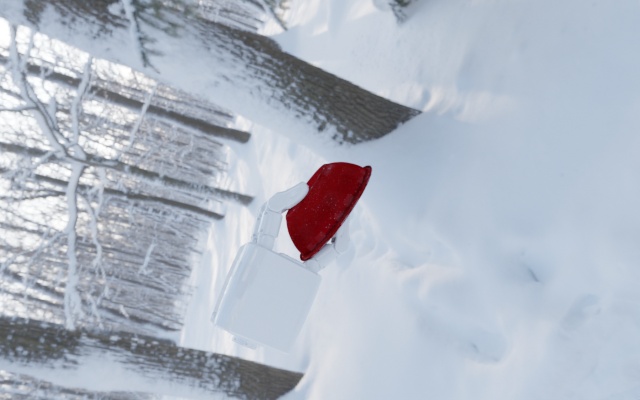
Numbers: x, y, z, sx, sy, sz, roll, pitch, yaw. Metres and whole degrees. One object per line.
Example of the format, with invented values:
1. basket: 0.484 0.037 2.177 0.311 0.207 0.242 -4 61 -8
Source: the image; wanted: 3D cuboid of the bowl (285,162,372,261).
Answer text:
1. bowl: 0.000 0.001 0.655 0.055 0.162 0.162 36 -6 -8
